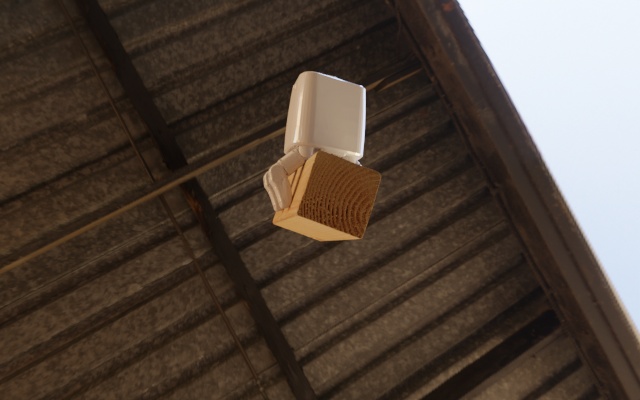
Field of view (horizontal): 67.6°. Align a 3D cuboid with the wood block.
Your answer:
[{"bbox_3d":[0.000,0.002,0.689,0.091,0.090,0.206,20,-10,-11],"label":"wood block"}]
